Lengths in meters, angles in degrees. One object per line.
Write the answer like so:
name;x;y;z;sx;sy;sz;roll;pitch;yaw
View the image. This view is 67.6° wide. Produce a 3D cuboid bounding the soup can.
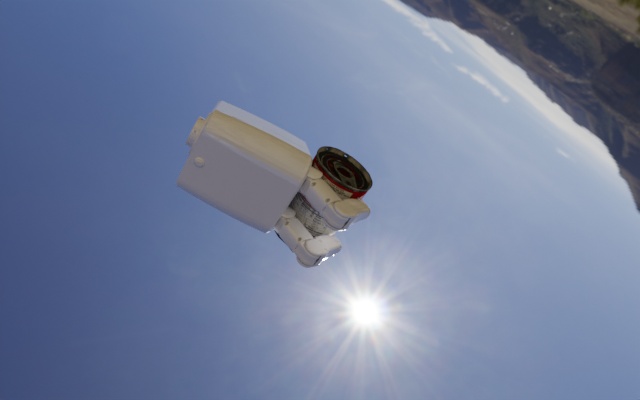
soup can;0.000;0.002;0.519;0.068;0.102;0.068;26;30;-17
